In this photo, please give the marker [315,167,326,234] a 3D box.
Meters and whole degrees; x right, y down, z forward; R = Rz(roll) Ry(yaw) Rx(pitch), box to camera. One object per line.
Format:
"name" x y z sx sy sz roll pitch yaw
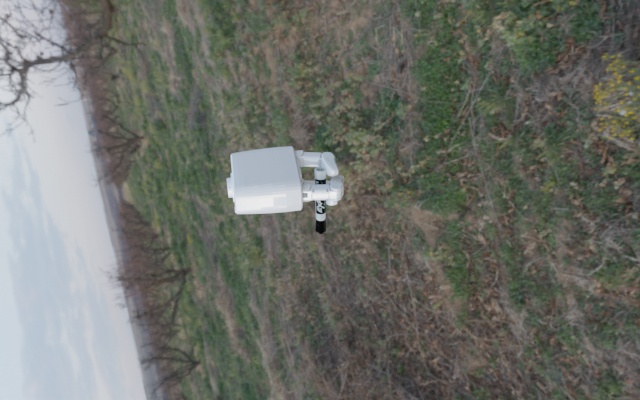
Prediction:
"marker" 0.000 0.003 0.791 0.020 0.121 0.020 0 29 0
